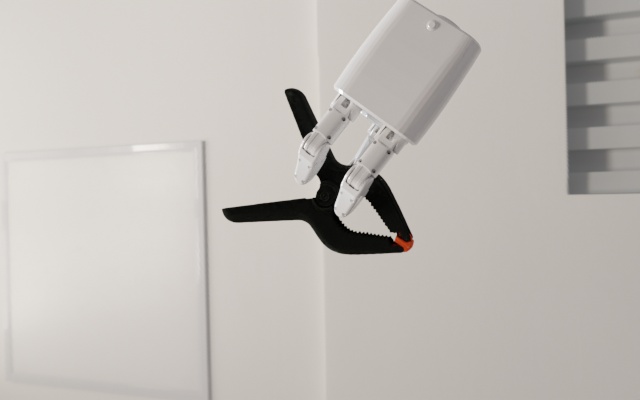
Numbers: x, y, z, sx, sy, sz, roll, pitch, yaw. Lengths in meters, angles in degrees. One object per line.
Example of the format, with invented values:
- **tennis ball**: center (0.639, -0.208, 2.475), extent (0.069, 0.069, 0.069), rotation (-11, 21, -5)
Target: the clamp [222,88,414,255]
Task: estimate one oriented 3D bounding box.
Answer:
- **clamp**: center (0.001, 0.002, 0.513), extent (0.210, 0.164, 0.036), rotation (39, 12, 13)
